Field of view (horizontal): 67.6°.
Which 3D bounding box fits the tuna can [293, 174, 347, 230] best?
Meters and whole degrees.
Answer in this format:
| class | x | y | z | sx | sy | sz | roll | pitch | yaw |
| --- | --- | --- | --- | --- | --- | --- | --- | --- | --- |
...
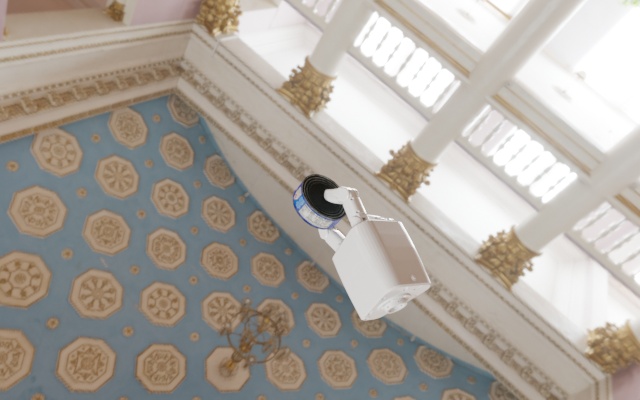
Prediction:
| class | x | y | z | sx | sy | sz | roll | pitch | yaw |
| --- | --- | --- | --- | --- | --- | --- | --- | --- | --- |
| tuna can | 0.000 | 0.003 | 0.748 | 0.086 | 0.086 | 0.034 | 0 | -35 | -40 |
